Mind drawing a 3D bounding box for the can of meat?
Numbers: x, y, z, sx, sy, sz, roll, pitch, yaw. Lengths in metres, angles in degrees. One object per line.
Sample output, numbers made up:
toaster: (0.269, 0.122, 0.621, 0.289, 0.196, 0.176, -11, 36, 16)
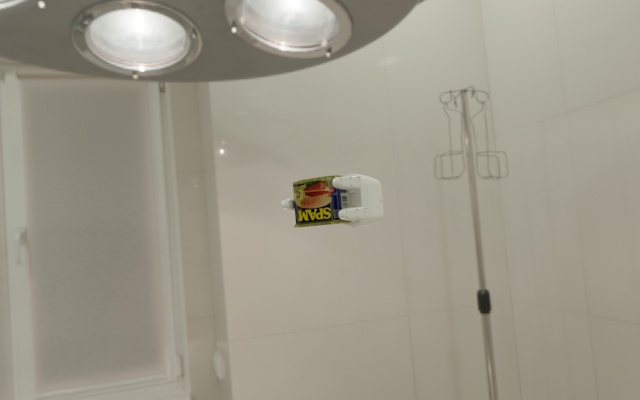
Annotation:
can of meat: (0.000, 0.002, 0.855, 0.102, 0.084, 0.057, -7, -4, 32)
